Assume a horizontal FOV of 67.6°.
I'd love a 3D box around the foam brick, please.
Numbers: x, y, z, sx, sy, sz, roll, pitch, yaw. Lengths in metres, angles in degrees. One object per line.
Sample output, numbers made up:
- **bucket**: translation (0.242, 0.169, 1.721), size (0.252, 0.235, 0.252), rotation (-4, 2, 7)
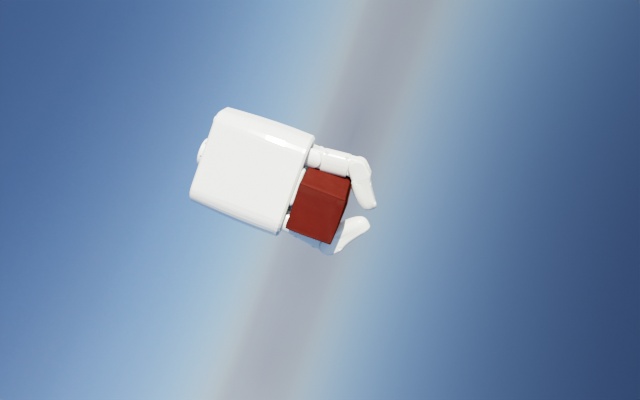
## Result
- **foam brick**: translation (0.000, 0.002, 0.506), size (0.051, 0.053, 0.078), rotation (21, 22, 0)
